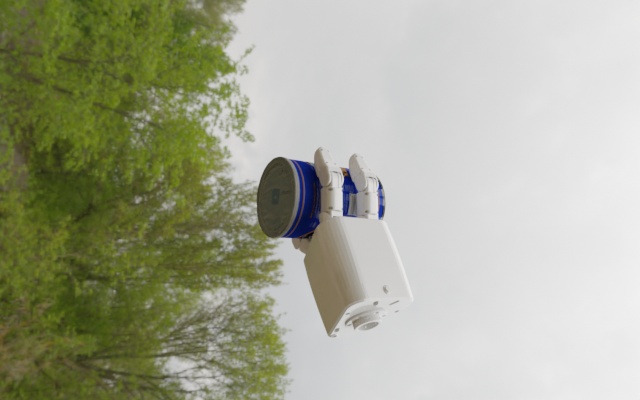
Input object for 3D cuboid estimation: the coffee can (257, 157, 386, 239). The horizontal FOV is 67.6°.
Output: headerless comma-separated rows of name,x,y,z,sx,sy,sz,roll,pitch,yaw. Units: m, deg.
coffee can,0.000,0.002,0.635,0.140,0.103,0.103,6,-3,-33
